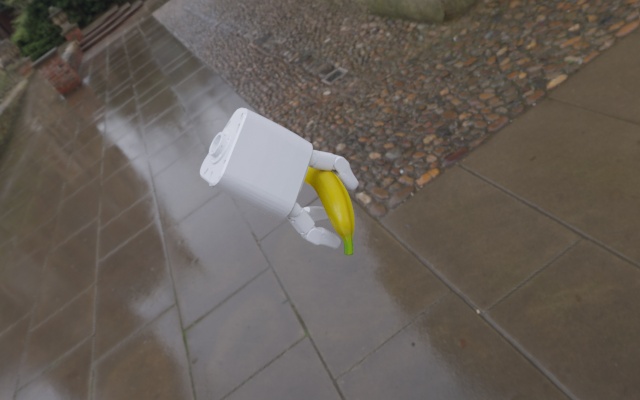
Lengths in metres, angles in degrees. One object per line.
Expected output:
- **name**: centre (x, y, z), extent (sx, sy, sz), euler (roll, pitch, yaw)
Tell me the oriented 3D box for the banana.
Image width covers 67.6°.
- **banana**: centre (0.006, -0.011, 0.679), extent (0.037, 0.070, 0.197), euler (2, 35, -23)
